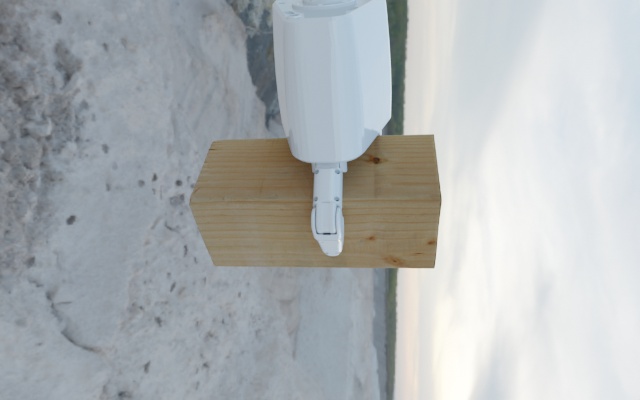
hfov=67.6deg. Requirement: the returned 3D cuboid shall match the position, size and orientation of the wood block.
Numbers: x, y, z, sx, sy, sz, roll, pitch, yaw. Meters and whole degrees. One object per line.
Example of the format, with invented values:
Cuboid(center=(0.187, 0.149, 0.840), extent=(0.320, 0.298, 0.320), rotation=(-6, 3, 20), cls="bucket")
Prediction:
Cuboid(center=(0.000, 0.001, 0.442), extent=(0.206, 0.090, 0.090), rotation=(0, 45, 8), cls="wood block")
